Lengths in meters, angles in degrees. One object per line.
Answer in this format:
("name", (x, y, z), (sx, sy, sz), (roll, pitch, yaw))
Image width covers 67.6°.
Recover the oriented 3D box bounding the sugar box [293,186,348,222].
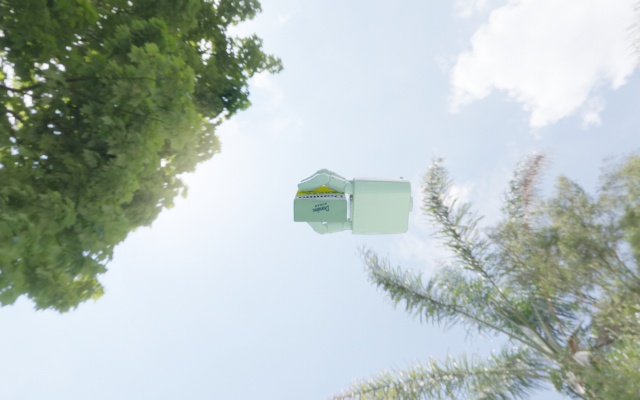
("sugar box", (0.000, 0.002, 0.883), (0.093, 0.048, 0.176), (0, 7, 0))
